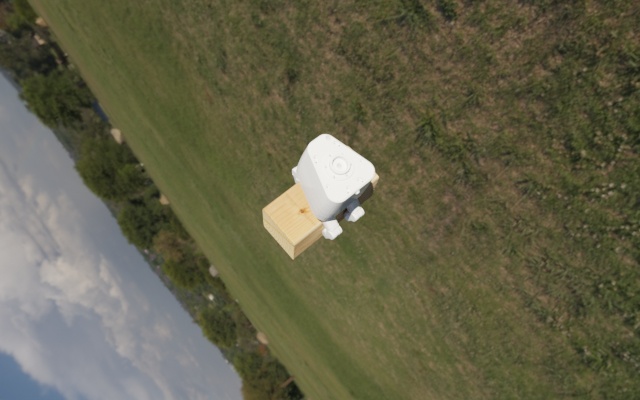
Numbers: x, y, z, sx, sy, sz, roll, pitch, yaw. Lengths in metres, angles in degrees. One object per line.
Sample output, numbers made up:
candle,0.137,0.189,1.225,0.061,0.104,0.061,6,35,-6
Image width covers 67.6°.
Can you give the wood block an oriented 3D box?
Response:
wood block,0.000,0.003,0.899,0.206,0.091,0.090,-38,-17,-18
